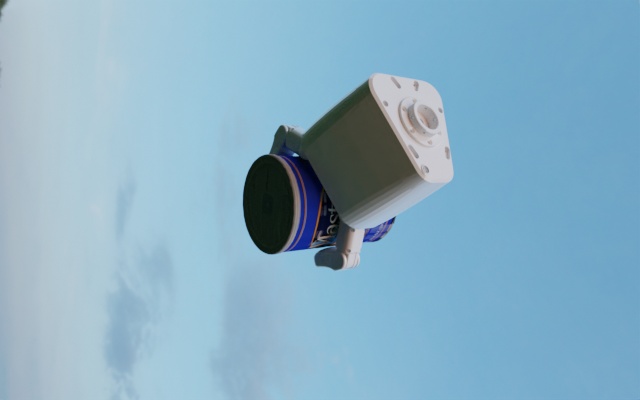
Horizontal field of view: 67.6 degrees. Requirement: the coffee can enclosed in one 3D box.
[{"bbox_3d":[0.000,0.002,0.528,0.140,0.103,0.103,-3,2,-38],"label":"coffee can"}]
